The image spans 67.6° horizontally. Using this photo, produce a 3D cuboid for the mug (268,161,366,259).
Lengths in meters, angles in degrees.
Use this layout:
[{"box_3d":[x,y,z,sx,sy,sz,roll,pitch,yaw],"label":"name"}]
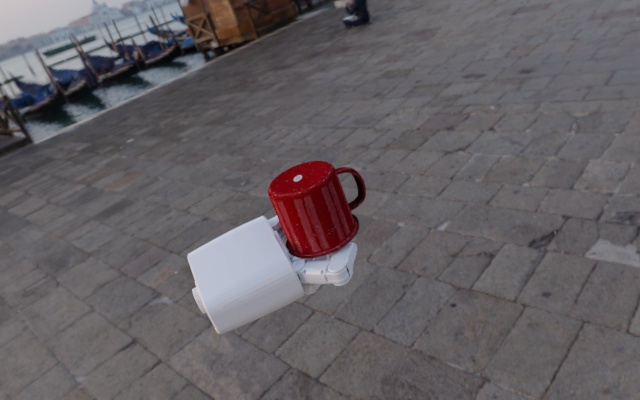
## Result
[{"box_3d":[0.001,0.001,0.557,0.117,0.081,0.093,-27,27,-11],"label":"mug"}]
